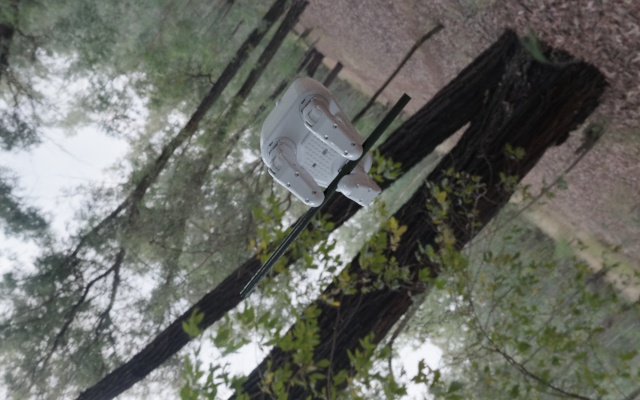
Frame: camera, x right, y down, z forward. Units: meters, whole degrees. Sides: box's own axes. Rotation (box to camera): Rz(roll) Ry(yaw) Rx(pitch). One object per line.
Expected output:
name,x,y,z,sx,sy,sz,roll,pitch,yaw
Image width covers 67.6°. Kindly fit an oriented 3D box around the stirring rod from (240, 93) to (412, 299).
stirring rod,0.000,0.001,0.433,0.011,0.239,0.011,37,13,-10
